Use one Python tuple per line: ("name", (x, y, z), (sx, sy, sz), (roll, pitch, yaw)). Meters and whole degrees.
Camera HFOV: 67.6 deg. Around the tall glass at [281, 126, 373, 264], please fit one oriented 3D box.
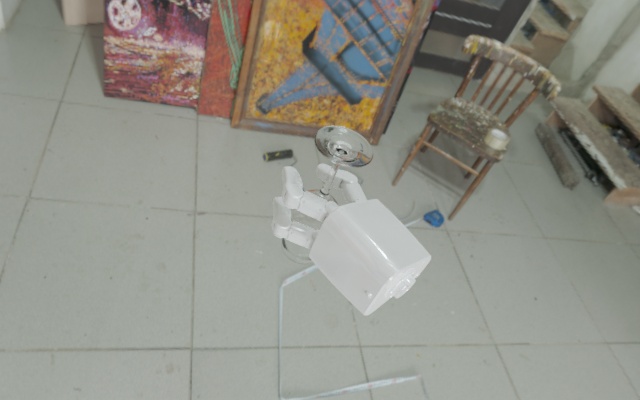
("tall glass", (0.000, 0.001, 0.636), (0.079, 0.079, 0.201), (0, -42, -23))
